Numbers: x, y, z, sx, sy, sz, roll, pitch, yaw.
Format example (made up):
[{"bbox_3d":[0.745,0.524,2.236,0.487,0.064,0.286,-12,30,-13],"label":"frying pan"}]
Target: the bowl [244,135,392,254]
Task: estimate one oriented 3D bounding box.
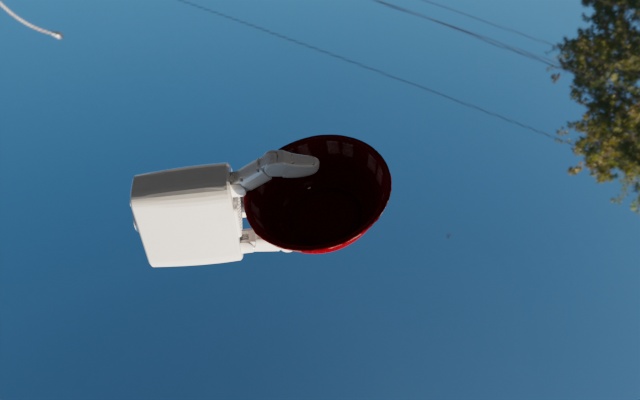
[{"bbox_3d":[0.001,0.002,0.530,0.162,0.162,0.055,0,-38,15],"label":"bowl"}]
